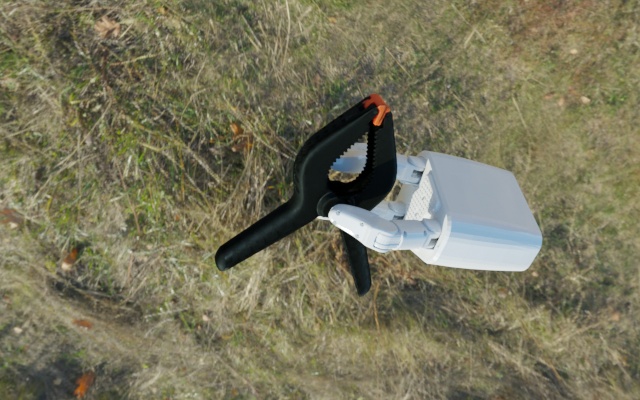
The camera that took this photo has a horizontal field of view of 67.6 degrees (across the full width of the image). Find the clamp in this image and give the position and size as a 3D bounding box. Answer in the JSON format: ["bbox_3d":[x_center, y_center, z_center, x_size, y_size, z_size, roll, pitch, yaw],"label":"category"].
[{"bbox_3d":[0.001,0.001,0.433,0.164,0.210,0.036,8,31,-19],"label":"clamp"}]
